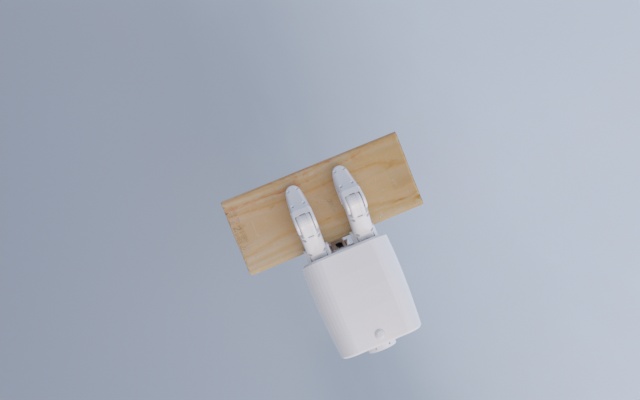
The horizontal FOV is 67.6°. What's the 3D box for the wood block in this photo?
[{"bbox_3d":[0.000,0.002,0.565,0.206,0.090,0.091,-22,2,-3],"label":"wood block"}]
